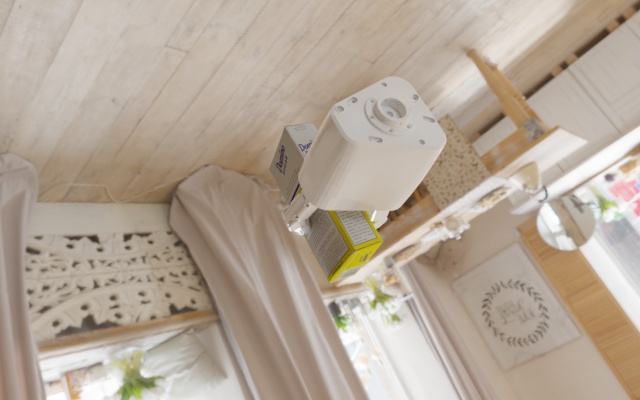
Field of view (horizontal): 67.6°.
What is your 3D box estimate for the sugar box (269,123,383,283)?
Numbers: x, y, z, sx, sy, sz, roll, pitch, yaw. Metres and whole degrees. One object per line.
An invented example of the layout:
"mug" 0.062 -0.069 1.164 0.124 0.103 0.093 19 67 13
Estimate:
"sugar box" 0.001 0.002 0.574 0.048 0.176 0.093 -14 -26 -28
